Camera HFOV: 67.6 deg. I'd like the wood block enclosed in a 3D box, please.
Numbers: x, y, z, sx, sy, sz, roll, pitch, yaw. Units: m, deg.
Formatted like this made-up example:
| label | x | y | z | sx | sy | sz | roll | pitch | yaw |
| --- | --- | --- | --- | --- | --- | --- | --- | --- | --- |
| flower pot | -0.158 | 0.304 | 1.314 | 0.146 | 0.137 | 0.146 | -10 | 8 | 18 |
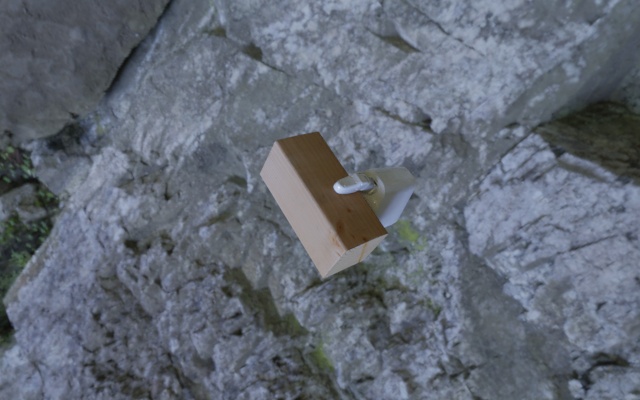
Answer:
| label | x | y | z | sx | sy | sz | roll | pitch | yaw |
| --- | --- | --- | --- | --- | --- | --- | --- | --- | --- |
| wood block | 0.001 | 0.002 | 0.752 | 0.090 | 0.206 | 0.091 | -18 | -24 | -36 |
